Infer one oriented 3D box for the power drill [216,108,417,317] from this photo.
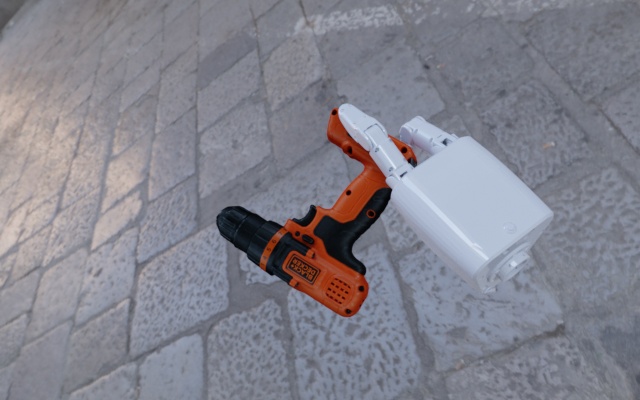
[{"bbox_3d":[0.001,0.001,0.505,0.184,0.187,0.057,30,1,14],"label":"power drill"}]
